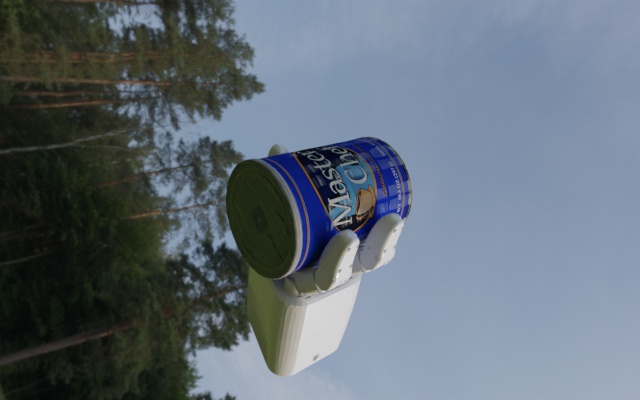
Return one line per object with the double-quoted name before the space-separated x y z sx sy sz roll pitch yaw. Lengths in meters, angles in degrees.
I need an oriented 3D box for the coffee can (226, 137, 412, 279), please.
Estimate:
"coffee can" 0.000 0.001 0.439 0.140 0.103 0.103 -16 10 -38
